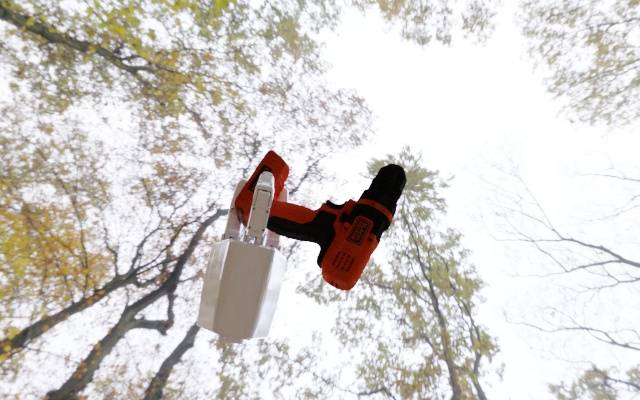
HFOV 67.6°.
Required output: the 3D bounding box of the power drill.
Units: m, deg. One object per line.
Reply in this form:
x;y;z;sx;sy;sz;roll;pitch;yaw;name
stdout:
0.000;0.002;0.616;0.187;0.184;0.057;23;-27;17;power drill
